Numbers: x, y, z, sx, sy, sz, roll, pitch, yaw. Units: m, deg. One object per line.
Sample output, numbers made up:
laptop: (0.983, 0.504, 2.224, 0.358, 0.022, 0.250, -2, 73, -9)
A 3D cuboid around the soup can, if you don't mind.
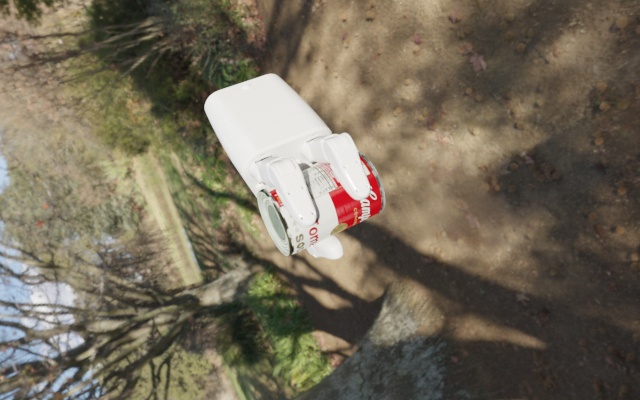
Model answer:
soup can: (0.000, 0.002, 0.450, 0.102, 0.068, 0.068, -24, 8, -19)
